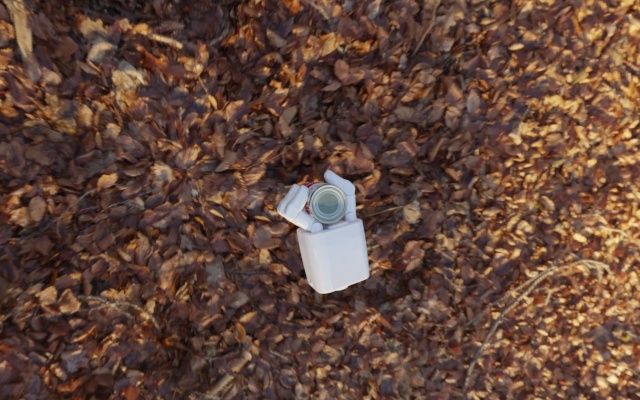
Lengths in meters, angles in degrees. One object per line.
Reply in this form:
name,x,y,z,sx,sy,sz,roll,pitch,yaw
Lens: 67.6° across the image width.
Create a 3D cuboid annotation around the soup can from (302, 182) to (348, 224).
soup can,0.000,0.002,0.831,0.068,0.068,0.102,0,4,-16
